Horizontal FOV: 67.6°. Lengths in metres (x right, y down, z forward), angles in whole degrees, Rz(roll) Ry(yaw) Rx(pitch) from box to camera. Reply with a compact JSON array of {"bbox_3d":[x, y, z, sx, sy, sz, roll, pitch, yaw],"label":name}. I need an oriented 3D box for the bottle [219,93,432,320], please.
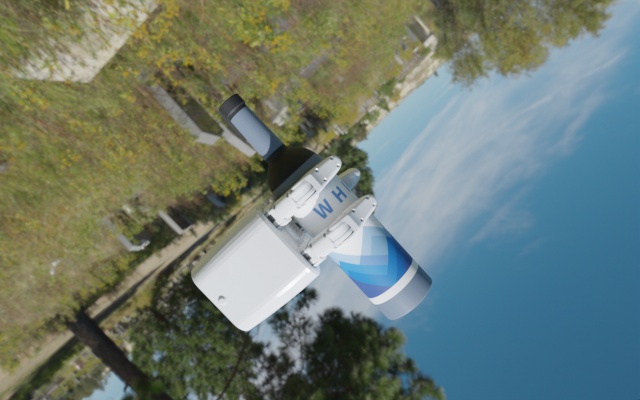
[{"bbox_3d":[0.000,0.002,0.524,0.069,0.296,0.069,-42,4,4],"label":"bottle"}]
